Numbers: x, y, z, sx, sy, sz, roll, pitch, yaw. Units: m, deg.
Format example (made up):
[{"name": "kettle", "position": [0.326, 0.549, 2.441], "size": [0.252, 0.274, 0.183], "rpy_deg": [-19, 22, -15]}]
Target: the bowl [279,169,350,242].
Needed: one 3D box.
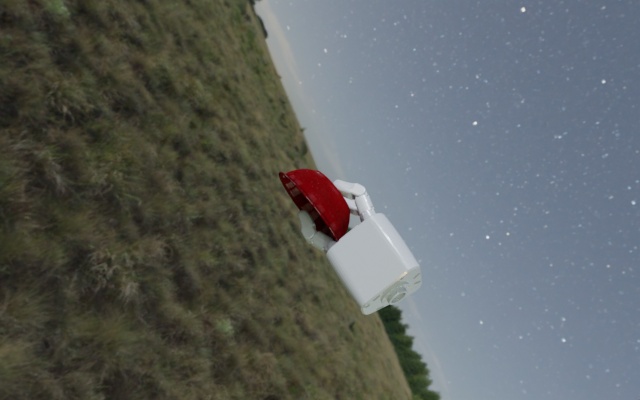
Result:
[{"name": "bowl", "position": [0.000, 0.001, 0.794], "size": [0.055, 0.162, 0.162], "rpy_deg": [-39, 7, -10]}]
